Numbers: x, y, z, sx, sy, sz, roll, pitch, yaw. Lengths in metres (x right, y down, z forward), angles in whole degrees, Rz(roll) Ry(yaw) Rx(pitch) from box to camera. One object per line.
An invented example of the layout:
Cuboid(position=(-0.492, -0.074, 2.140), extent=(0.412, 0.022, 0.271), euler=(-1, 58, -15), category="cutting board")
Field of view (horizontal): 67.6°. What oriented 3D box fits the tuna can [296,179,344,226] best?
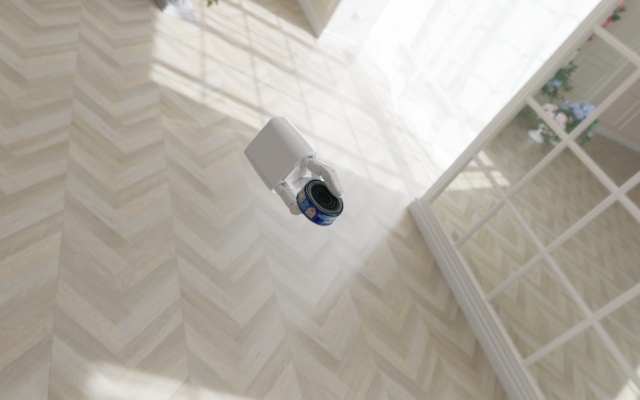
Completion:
Cuboid(position=(0.000, 0.003, 0.872), extent=(0.086, 0.086, 0.034), euler=(0, -37, -44), category="tuna can")
